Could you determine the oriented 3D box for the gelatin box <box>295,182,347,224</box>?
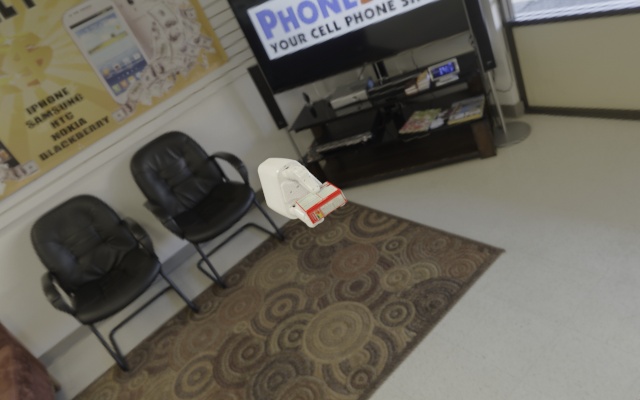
[{"bbox_3d":[0.000,0.003,0.867,0.073,0.030,0.089,-33,18,-6],"label":"gelatin box"}]
